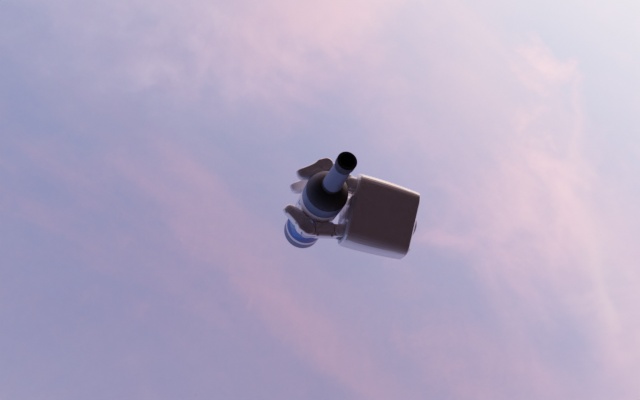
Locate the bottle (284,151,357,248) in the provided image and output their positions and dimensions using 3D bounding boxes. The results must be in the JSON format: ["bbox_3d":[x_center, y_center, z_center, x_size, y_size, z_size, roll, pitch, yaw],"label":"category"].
[{"bbox_3d":[0.000,0.003,0.747,0.069,0.069,0.296,0,-21,-15],"label":"bottle"}]
